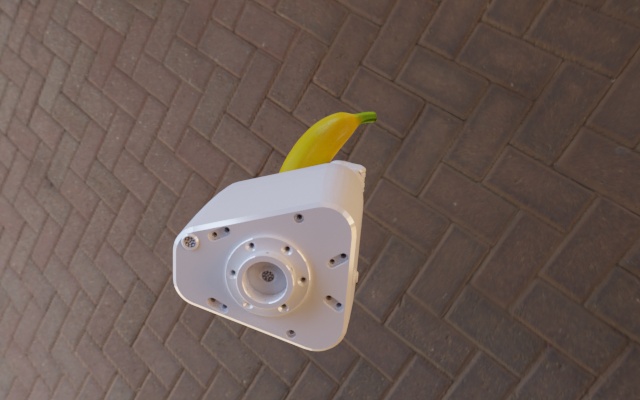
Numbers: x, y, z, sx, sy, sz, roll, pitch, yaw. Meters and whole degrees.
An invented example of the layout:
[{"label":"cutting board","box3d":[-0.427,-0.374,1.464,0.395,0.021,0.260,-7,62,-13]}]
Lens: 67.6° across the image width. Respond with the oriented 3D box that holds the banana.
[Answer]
[{"label":"banana","box3d":[-0.014,-0.008,0.470,0.069,0.198,0.037,23,14,-25]}]
